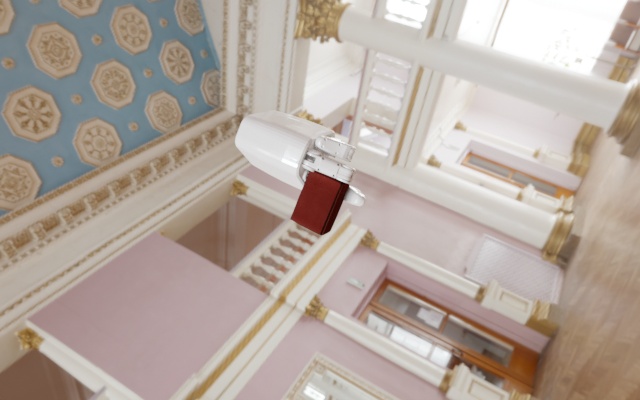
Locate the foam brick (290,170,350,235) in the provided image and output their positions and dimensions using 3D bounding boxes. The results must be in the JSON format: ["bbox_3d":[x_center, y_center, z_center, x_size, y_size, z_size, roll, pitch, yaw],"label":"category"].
[{"bbox_3d":[0.000,0.003,0.674,0.051,0.078,0.053,24,6,12],"label":"foam brick"}]
